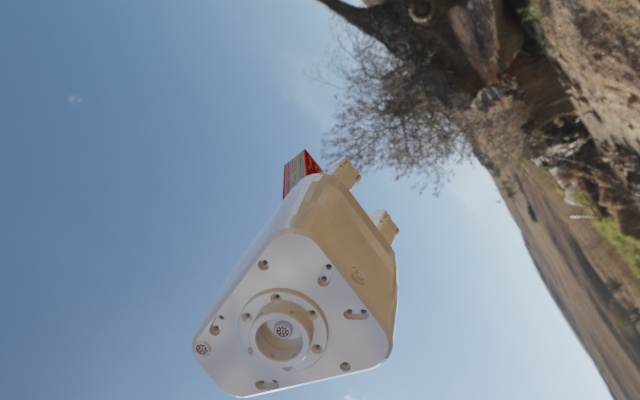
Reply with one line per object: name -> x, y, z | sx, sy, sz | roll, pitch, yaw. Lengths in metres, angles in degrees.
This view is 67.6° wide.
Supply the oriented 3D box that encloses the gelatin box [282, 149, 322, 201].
gelatin box -> 0.000, 0.002, 0.430 | 0.030, 0.073, 0.089 | -36, 22, 12
